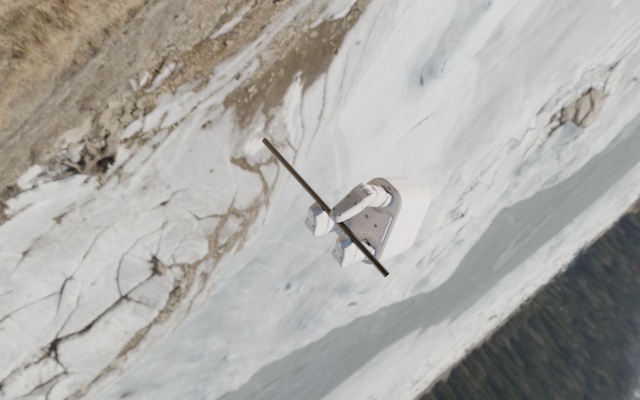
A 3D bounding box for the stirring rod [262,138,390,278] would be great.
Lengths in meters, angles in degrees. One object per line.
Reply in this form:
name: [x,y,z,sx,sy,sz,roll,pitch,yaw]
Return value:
stirring rod: [0.000,0.002,0.580,0.239,0.011,0.011,48,24,24]
